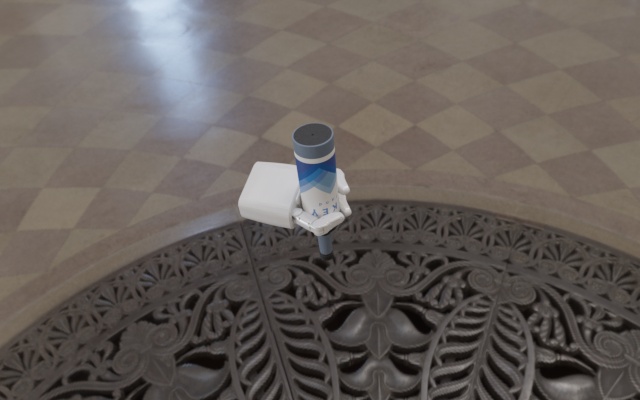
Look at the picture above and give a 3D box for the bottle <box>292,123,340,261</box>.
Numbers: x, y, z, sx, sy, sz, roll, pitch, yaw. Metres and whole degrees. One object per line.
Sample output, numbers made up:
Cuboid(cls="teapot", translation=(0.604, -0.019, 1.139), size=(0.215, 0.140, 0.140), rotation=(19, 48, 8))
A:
Cuboid(cls="bottle", translation=(0.000, 0.003, 0.857), size=(0.069, 0.296, 0.069), rotation=(-4, 43, 3))
